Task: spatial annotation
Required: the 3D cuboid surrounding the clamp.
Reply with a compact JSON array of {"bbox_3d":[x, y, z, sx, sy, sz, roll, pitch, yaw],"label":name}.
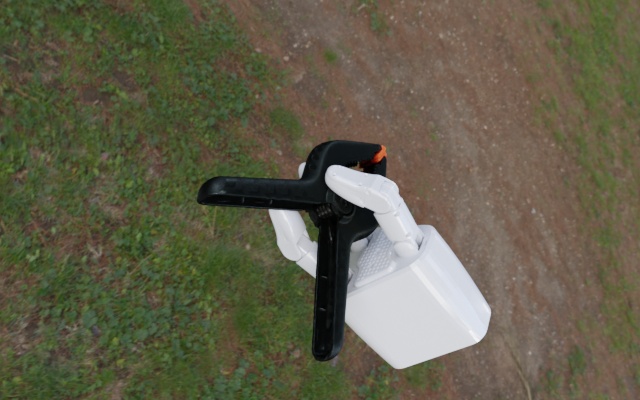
[{"bbox_3d":[0.001,0.001,0.406,0.036,0.164,0.210,-19,27,42],"label":"clamp"}]
